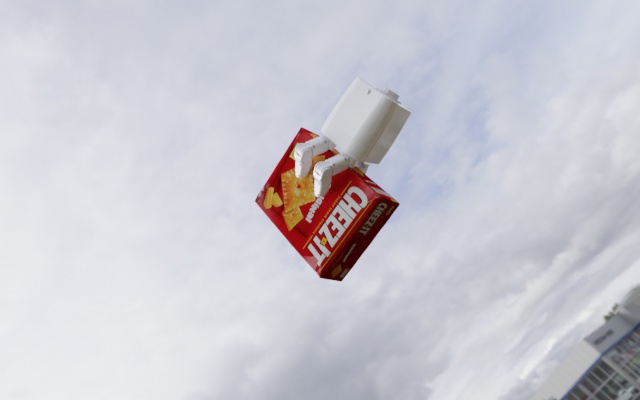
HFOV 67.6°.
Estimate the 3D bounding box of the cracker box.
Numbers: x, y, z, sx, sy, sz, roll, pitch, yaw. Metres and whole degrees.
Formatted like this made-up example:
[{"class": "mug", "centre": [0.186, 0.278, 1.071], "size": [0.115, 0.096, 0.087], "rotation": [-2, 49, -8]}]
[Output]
[{"class": "cracker box", "centre": [0.000, 0.003, 0.801], "size": [0.072, 0.164, 0.213], "rotation": [17, 23, -50]}]
